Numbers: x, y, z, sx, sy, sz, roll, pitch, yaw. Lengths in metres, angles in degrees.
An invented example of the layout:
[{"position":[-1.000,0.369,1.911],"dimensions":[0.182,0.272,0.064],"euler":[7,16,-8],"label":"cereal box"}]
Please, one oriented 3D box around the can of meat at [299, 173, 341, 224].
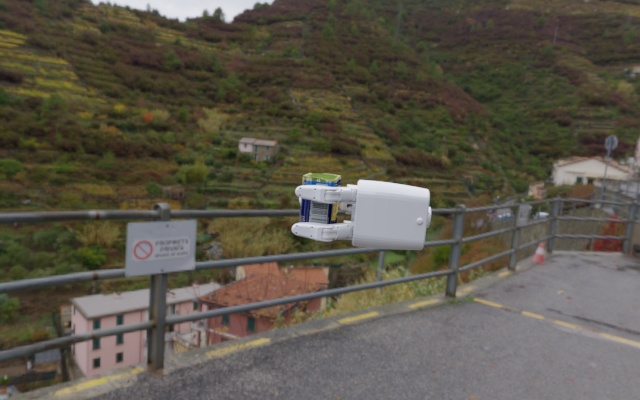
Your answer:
[{"position":[0.000,0.002,0.741],"dimensions":[0.057,0.084,0.102],"euler":[7,8,7],"label":"can of meat"}]
